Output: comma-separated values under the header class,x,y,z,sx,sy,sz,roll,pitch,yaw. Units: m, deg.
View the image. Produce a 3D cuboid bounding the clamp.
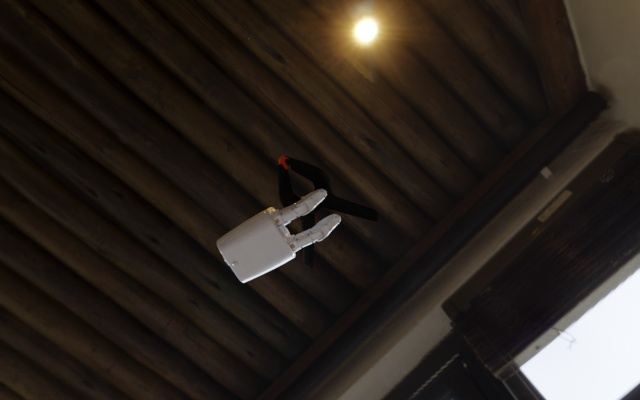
class,x,y,z,sx,sy,sz,roll,pitch,yaw
clamp,0.000,0.002,0.850,0.164,0.210,0.036,-29,20,0
